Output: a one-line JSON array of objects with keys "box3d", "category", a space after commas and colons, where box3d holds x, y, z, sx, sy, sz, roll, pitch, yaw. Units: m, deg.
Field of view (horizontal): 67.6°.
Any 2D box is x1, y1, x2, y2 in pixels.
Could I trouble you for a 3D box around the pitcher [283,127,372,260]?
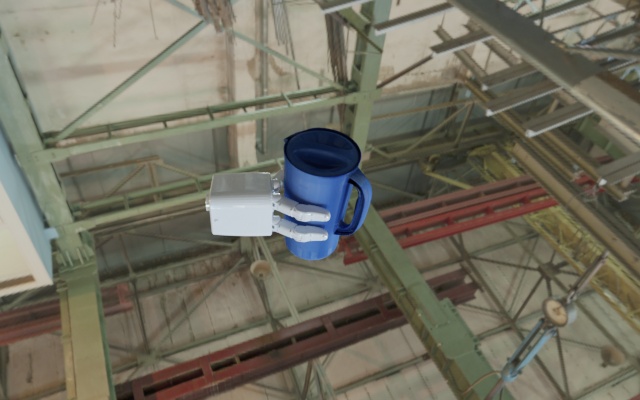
[{"box3d": [0.000, 0.003, 0.881, 0.145, 0.243, 0.149, -1, 45, -8], "category": "pitcher"}]
